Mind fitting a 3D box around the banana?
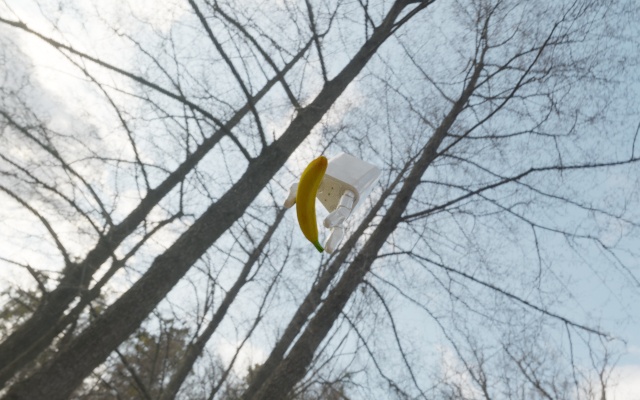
[{"bbox_3d":[-0.015,0.000,0.864,0.069,0.198,0.037,21,38,29],"label":"banana"}]
